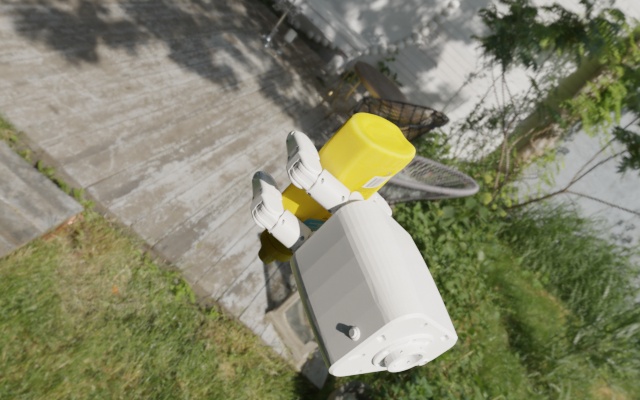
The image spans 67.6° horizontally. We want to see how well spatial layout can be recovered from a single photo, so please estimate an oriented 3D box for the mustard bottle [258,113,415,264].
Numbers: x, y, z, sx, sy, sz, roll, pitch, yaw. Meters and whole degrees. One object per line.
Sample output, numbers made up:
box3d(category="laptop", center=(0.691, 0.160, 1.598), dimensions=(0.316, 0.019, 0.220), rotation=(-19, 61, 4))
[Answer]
box3d(category="mustard bottle", center=(0.000, 0.001, 0.466), dimensions=(0.192, 0.058, 0.096), rotation=(-46, -20, 28))
